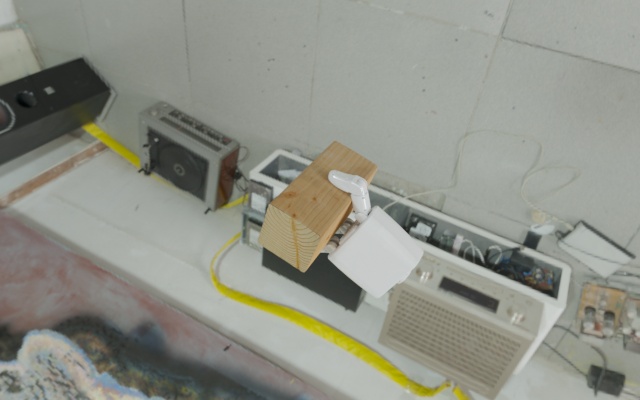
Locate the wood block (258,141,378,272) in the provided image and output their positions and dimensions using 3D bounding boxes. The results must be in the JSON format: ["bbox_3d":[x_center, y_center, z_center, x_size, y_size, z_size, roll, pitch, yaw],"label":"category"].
[{"bbox_3d":[0.000,0.003,0.763,0.090,0.091,0.206,32,44,9],"label":"wood block"}]
